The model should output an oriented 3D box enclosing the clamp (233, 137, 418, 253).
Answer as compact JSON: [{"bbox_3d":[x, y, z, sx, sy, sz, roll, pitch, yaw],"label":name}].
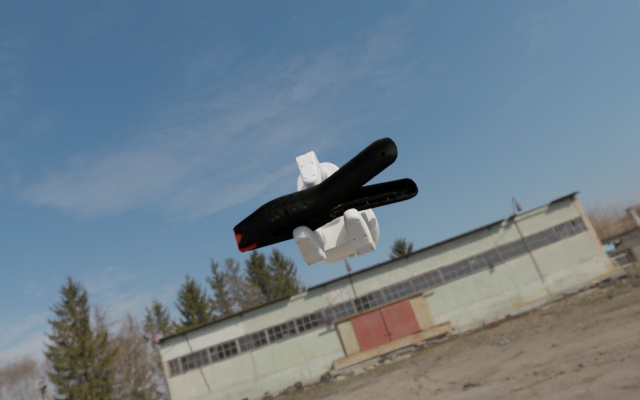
[{"bbox_3d":[-0.001,0.001,0.497,0.210,0.036,0.164,-21,-19,6],"label":"clamp"}]
